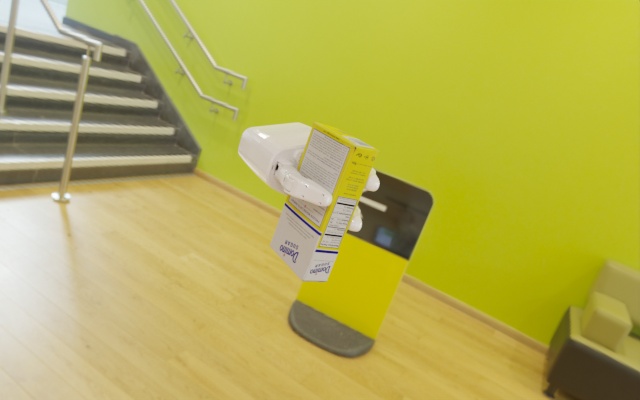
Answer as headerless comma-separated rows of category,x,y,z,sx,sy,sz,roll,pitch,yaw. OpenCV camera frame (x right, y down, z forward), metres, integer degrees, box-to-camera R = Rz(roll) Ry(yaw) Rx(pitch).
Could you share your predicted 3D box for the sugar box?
sugar box,0.000,0.002,0.591,0.048,0.176,0.093,7,20,-37
